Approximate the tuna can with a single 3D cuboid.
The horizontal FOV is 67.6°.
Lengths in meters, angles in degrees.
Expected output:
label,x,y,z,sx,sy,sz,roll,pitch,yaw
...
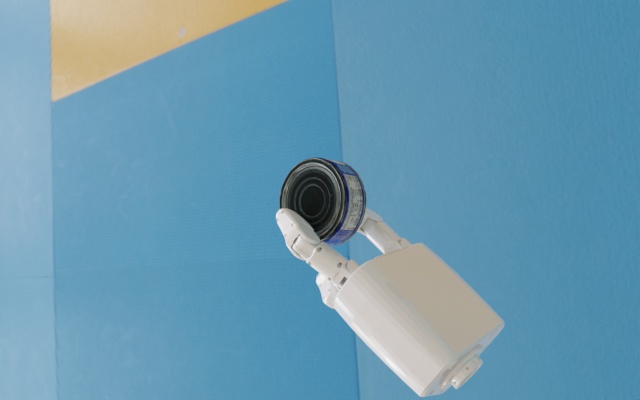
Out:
label,x,y,z,sx,sy,sz,roll,pitch,yaw
tuna can,0.000,0.001,0.466,0.086,0.086,0.034,0,-4,39
